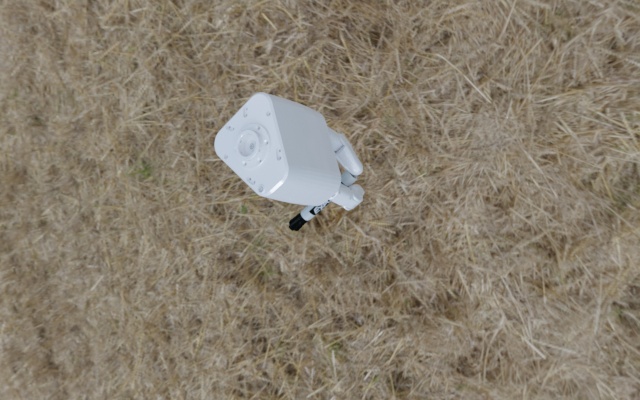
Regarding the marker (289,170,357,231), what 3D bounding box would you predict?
[{"bbox_3d":[0.000,0.002,0.649,0.121,0.020,0.020,-41,-19,23],"label":"marker"}]
